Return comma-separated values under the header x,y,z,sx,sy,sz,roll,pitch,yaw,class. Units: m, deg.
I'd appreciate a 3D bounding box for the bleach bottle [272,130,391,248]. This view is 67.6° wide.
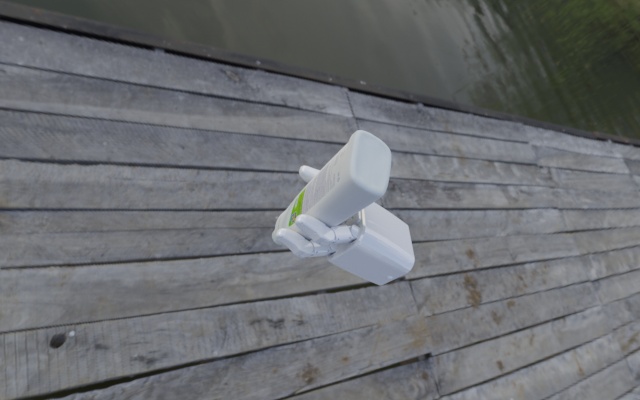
x,y,z,sx,sy,sz,roll,pitch,yaw,class
0.000,0.002,0.722,0.068,0.102,0.251,29,-39,-21,bleach bottle
